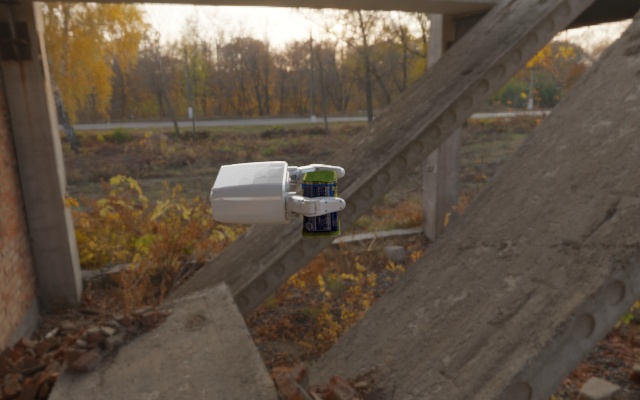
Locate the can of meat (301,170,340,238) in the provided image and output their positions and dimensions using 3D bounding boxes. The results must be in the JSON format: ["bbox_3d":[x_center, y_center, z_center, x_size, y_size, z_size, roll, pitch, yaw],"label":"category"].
[{"bbox_3d":[0.000,0.002,0.723,0.057,0.084,0.102,-1,13,2],"label":"can of meat"}]
